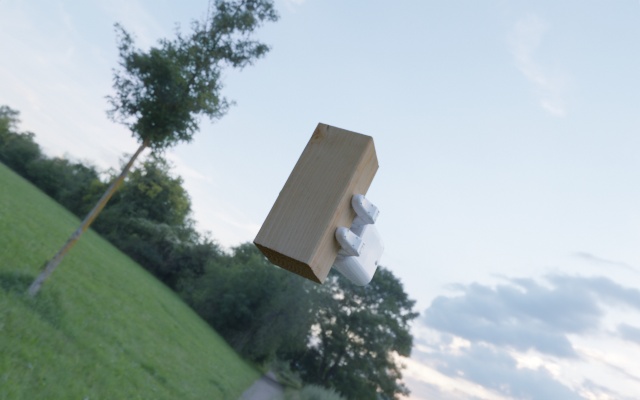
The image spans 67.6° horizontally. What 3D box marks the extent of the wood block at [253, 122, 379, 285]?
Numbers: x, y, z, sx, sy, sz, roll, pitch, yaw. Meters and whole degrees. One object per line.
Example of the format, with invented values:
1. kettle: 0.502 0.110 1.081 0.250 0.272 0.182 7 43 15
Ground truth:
1. wood block: 0.000 0.002 0.694 0.091 0.206 0.090 19 -21 23
